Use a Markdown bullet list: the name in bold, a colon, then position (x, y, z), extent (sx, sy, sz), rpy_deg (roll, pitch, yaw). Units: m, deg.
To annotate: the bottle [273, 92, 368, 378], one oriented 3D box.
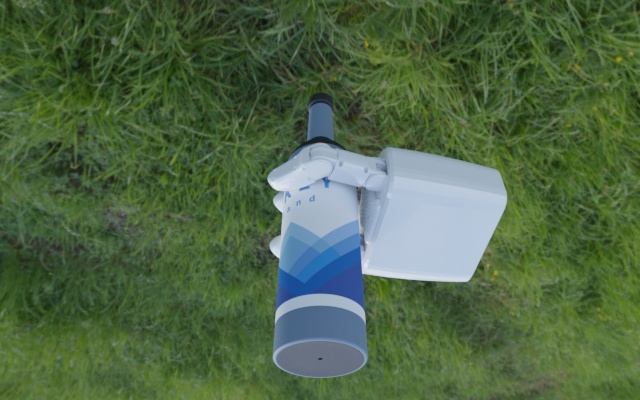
- **bottle**: position (0.000, 0.002, 0.430), extent (0.069, 0.295, 0.069), rpy_deg (0, -41, 0)
